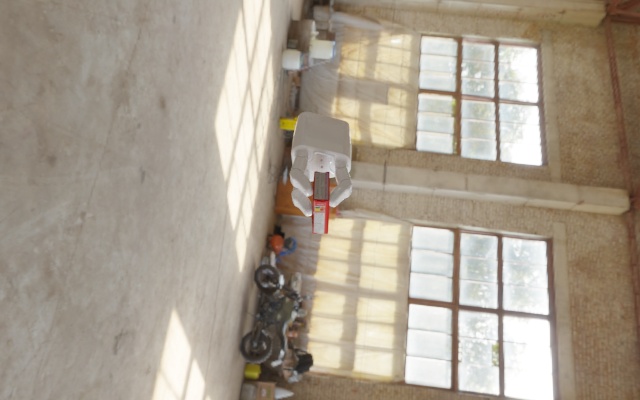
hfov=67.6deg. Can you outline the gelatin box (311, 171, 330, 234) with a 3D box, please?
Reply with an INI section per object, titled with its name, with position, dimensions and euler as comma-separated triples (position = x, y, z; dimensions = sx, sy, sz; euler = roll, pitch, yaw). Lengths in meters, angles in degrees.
[gelatin box]
position = 0.001, 0.003, 0.828
dimensions = 0.030, 0.073, 0.089
euler = 2, 37, -1
